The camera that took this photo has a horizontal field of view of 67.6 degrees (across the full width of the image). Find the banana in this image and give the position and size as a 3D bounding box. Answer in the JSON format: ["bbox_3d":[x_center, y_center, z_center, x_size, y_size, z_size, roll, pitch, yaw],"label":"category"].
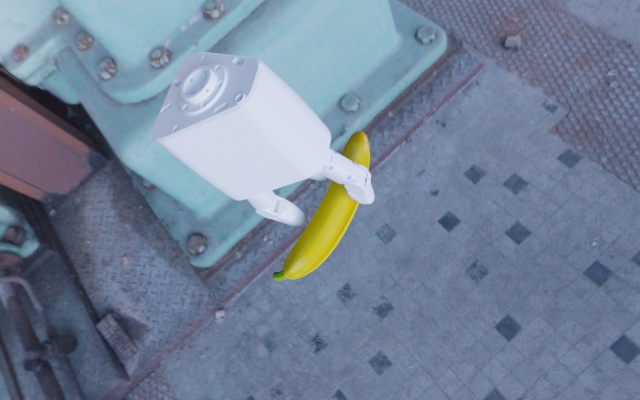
[{"bbox_3d":[0.009,0.010,0.522,0.037,0.198,0.069,35,-5,-37],"label":"banana"}]
